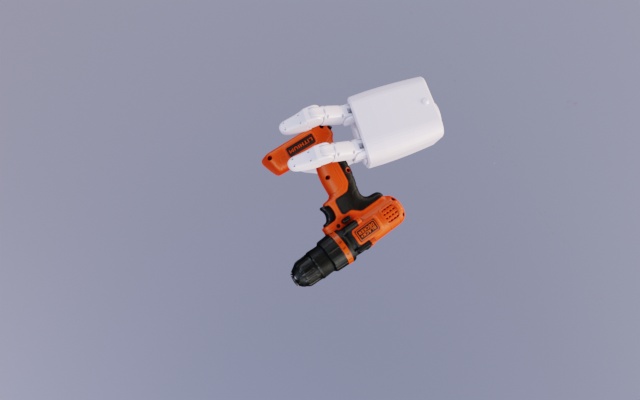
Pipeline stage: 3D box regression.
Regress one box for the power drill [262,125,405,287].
[{"bbox_3d":[0.000,0.002,0.662,0.184,0.187,0.057,-34,2,-14],"label":"power drill"}]
